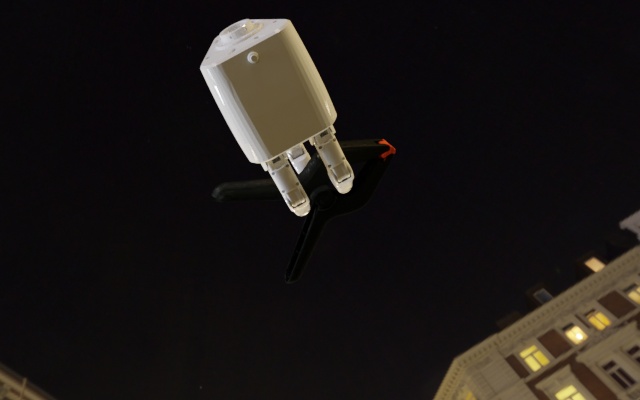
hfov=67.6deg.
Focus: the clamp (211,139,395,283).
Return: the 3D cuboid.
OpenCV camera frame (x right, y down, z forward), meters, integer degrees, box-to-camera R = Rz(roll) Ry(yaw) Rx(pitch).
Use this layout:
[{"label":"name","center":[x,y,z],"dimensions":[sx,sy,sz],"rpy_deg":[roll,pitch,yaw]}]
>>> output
[{"label":"clamp","center":[0.000,0.001,0.573],"dimensions":[0.210,0.165,0.036],"rpy_deg":[-29,32,-2]}]
